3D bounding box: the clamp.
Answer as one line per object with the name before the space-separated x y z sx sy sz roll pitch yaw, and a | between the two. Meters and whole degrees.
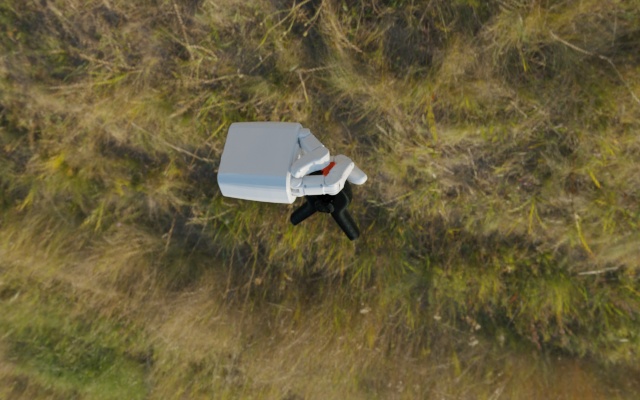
clamp | 0.000 0.003 0.757 0.120 0.039 0.172 4 -40 11
